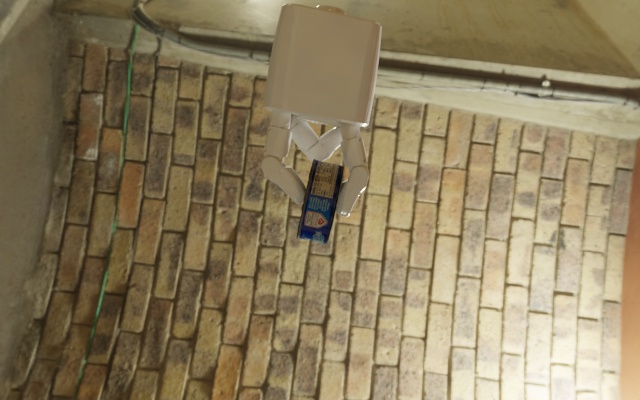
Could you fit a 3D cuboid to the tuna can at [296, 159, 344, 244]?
[{"bbox_3d":[0.001,0.002,0.503,0.034,0.086,0.086,12,0,0],"label":"tuna can"}]
